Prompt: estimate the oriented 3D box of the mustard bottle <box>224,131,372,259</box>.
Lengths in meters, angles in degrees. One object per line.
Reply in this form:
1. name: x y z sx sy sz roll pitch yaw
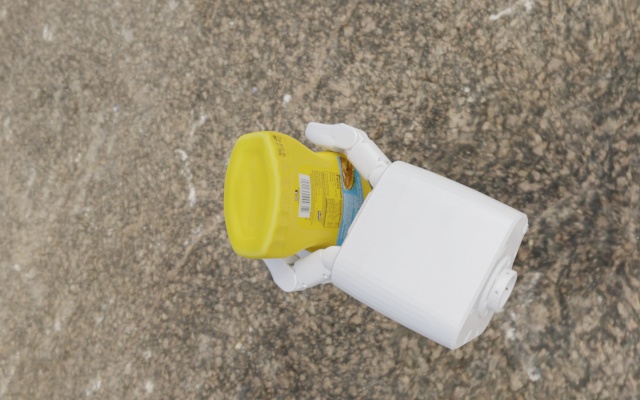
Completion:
1. mustard bottle: 0.000 0.001 0.429 0.058 0.096 0.191 -4 -6 34
